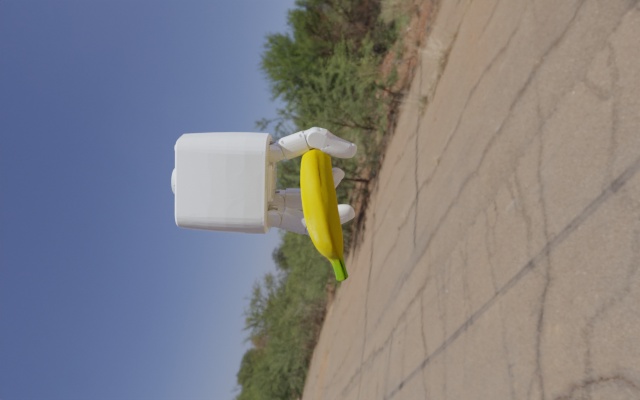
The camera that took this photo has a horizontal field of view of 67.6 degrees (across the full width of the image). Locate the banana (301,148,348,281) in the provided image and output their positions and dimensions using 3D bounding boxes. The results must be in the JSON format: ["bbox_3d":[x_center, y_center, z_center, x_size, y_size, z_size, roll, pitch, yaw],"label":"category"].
[{"bbox_3d":[-0.002,-0.009,0.523,0.037,0.197,0.070,-8,-45,1],"label":"banana"}]
